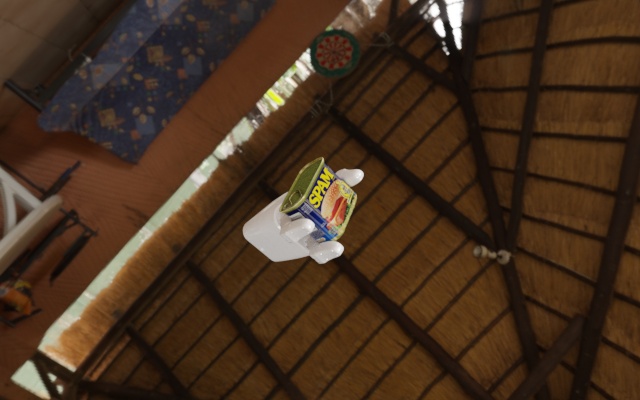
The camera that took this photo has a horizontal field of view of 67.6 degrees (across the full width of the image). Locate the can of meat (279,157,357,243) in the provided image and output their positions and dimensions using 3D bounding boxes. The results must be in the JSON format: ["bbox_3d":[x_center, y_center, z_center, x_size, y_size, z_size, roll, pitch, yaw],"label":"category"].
[{"bbox_3d":[0.000,0.002,0.701,0.084,0.102,0.057,43,-41,-21],"label":"can of meat"}]
